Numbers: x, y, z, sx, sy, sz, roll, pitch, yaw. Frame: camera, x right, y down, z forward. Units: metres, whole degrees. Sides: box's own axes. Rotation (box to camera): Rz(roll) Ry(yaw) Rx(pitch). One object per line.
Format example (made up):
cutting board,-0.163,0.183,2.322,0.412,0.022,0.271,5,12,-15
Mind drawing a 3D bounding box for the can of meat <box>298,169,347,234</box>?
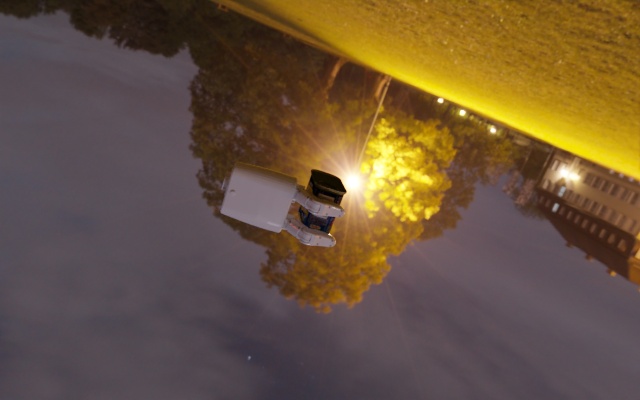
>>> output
can of meat,0.000,0.003,0.825,0.057,0.084,0.102,17,17,-13
